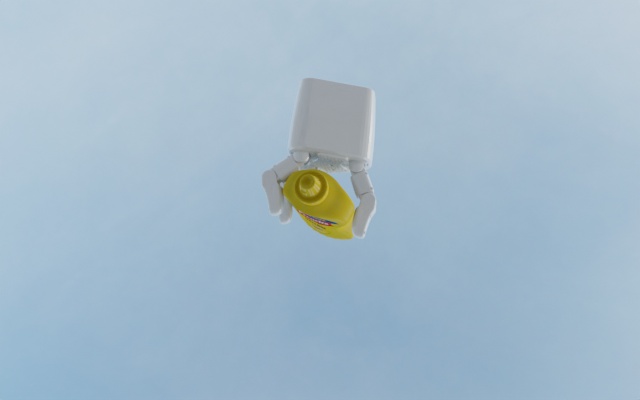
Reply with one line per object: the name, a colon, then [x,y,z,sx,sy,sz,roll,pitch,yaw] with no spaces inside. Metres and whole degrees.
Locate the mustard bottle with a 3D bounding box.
mustard bottle: [0.000,0.002,0.634,0.096,0.058,0.192,28,-9,15]
